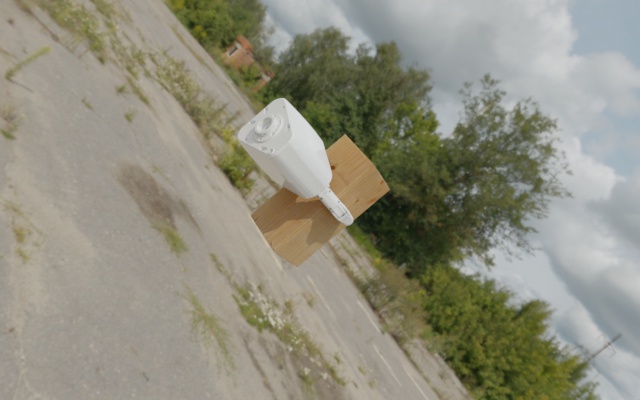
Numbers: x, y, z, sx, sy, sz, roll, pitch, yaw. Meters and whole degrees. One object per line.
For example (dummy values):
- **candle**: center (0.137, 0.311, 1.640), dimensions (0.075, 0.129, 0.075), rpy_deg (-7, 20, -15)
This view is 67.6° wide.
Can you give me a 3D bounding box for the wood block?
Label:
- **wood block**: center (0.000, 0.003, 0.796), dimensions (0.206, 0.090, 0.090), rpy_deg (-40, -34, 3)
